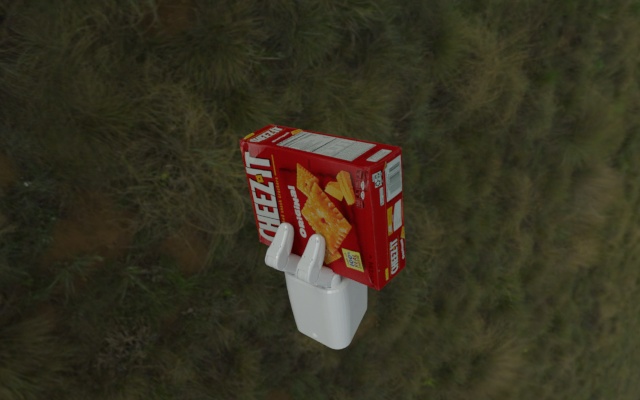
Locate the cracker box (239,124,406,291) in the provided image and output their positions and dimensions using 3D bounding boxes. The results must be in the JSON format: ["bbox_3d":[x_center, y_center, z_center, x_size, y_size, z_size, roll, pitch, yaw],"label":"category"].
[{"bbox_3d":[0.000,0.002,0.612,0.213,0.164,0.072,16,35,38],"label":"cracker box"}]
